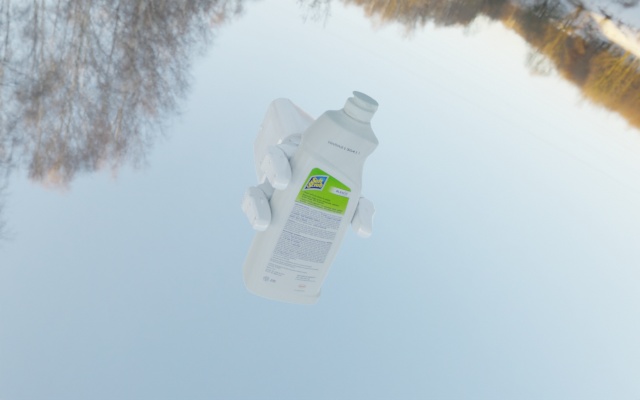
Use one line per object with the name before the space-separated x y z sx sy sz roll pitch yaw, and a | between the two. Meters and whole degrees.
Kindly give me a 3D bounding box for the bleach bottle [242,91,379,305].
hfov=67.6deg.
bleach bottle | 0.000 0.002 0.523 0.102 0.251 0.068 15 30 -23
